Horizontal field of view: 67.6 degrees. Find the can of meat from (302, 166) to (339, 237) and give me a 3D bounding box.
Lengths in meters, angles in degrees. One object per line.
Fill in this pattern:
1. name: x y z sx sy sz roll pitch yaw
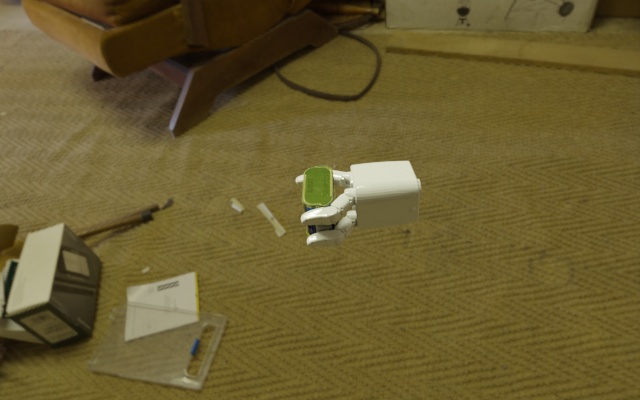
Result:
1. can of meat: 0.000 0.002 0.825 0.057 0.102 0.084 -4 -45 5
